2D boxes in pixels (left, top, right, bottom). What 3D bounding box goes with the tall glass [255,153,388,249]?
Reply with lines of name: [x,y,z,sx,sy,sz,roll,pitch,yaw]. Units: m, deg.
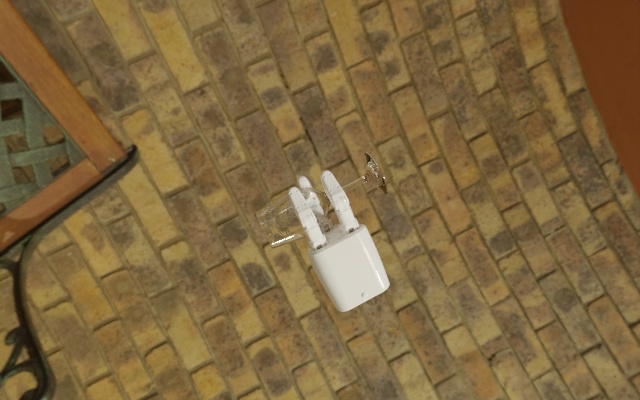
tall glass: [0.001,0.002,0.747,0.201,0.079,0.079,-27,3,-7]
